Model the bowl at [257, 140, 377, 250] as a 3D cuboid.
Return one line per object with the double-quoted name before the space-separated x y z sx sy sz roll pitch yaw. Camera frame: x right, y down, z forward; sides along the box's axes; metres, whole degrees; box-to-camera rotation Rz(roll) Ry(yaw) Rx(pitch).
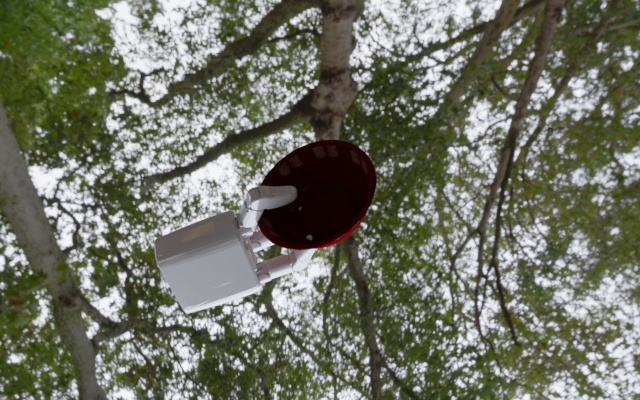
"bowl" 0.002 0.002 0.606 0.162 0.162 0.055 0 -32 27
